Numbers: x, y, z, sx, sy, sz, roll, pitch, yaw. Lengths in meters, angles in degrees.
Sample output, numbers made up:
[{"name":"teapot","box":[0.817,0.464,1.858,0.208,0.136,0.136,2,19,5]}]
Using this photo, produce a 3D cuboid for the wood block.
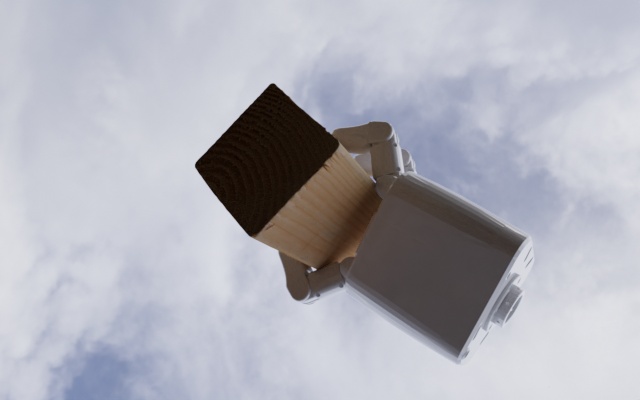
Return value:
[{"name":"wood block","box":[0.000,0.002,0.427,0.090,0.091,0.206,46,4,32]}]
